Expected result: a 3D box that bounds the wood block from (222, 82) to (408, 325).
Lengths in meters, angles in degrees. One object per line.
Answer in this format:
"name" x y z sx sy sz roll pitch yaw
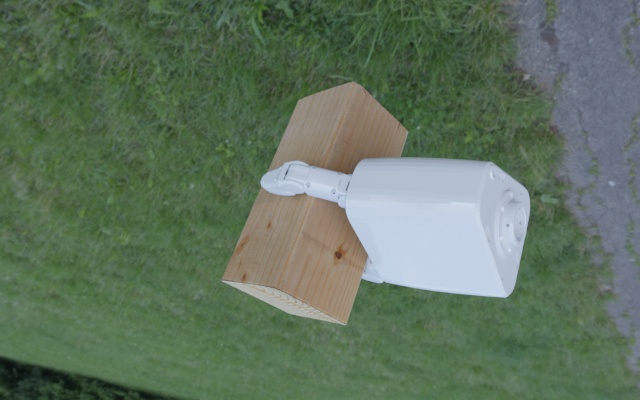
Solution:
"wood block" 0.000 0.001 0.464 0.091 0.206 0.090 35 -25 -34
